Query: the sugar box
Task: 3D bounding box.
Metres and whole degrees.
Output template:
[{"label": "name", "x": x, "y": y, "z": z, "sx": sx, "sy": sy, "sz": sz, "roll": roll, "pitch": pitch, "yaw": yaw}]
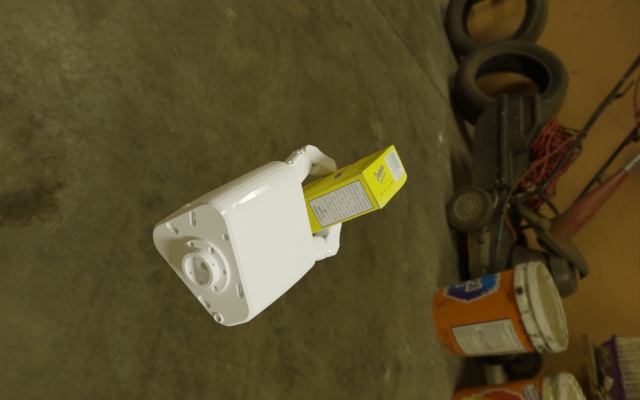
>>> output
[{"label": "sugar box", "x": 0.000, "y": 0.001, "z": 0.523, "sx": 0.176, "sy": 0.048, "sz": 0.093, "roll": -20, "pitch": 11, "yaw": 33}]
